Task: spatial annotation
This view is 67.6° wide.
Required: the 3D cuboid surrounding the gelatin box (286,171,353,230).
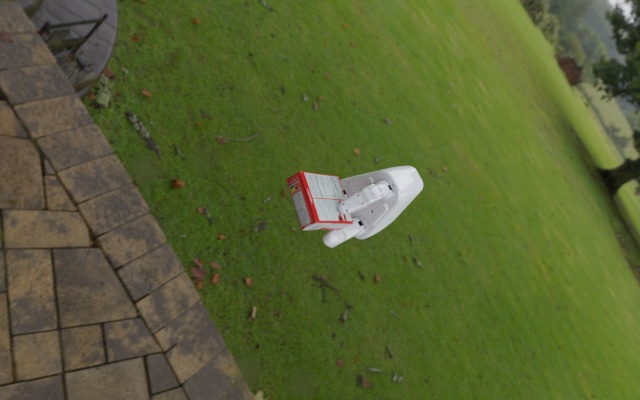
[{"bbox_3d":[0.000,0.002,0.645,0.030,0.073,0.089,-28,-18,33],"label":"gelatin box"}]
